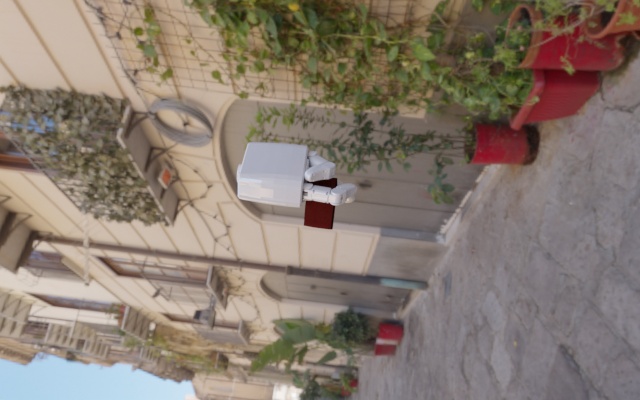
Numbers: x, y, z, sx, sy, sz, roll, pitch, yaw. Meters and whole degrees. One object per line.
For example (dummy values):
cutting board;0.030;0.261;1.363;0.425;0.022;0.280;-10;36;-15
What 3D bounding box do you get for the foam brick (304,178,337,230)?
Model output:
foam brick;0.000;0.003;0.830;0.051;0.078;0.053;5;29;-1
